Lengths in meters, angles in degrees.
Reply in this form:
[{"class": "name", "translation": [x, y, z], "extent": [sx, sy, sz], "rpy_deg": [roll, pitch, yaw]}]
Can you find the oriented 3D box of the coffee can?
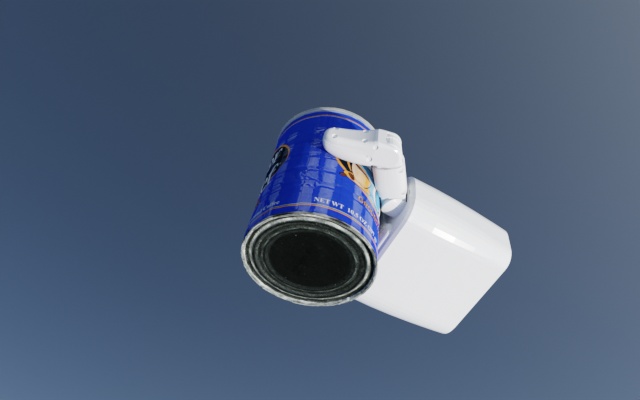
[{"class": "coffee can", "translation": [0.000, 0.001, 0.403], "extent": [0.103, 0.103, 0.140], "rpy_deg": [0, 41, 10]}]
